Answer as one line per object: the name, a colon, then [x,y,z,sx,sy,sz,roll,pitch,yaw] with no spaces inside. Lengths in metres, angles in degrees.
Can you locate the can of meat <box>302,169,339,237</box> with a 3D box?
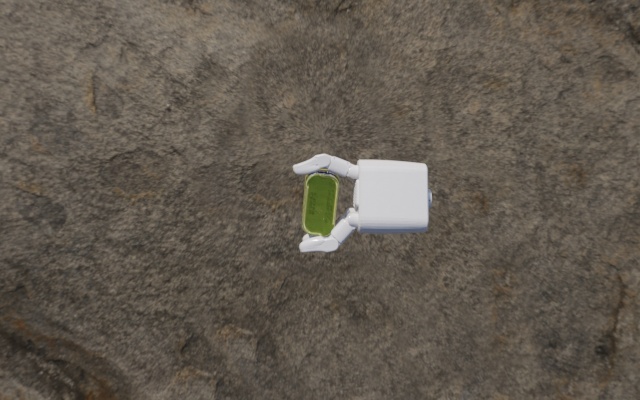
can of meat: [0.000,0.002,0.766,0.057,0.102,0.084,5,7,-1]
